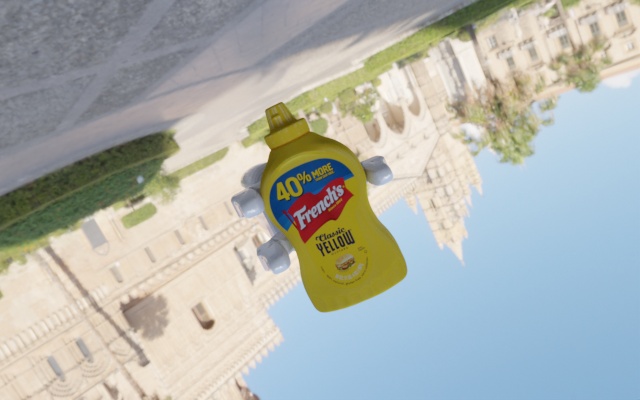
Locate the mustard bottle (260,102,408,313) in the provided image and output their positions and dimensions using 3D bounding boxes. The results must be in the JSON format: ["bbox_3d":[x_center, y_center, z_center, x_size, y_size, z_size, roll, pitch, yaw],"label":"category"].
[{"bbox_3d":[0.000,0.002,0.436,0.096,0.192,0.058,-24,11,9],"label":"mustard bottle"}]
